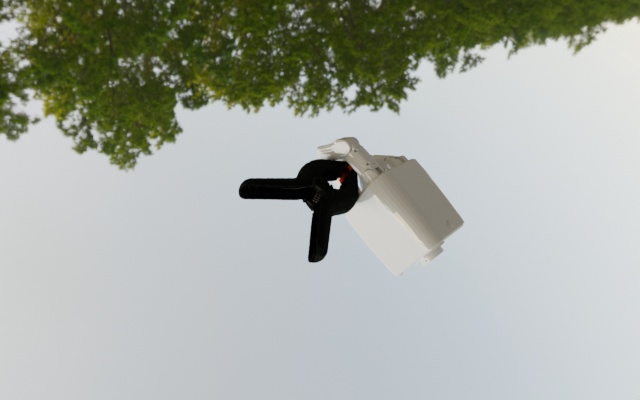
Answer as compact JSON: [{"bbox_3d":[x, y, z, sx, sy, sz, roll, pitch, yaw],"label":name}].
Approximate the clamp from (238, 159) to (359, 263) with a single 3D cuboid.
[{"bbox_3d":[0.000,0.002,0.560,0.171,0.120,0.039,-26,-16,-43],"label":"clamp"}]
